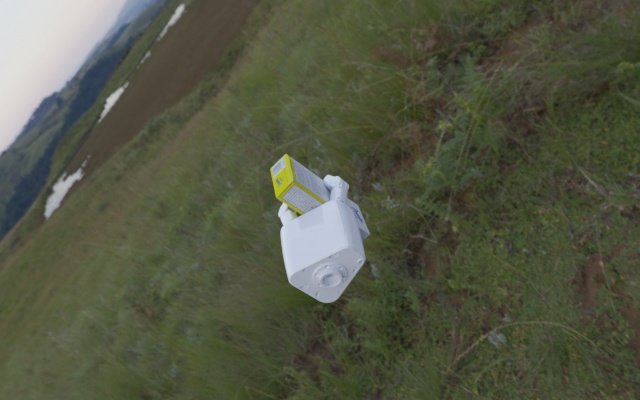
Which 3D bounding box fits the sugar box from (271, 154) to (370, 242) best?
[{"bbox_3d":[0.000,0.003,0.791,0.176,0.048,0.093,38,20,-30],"label":"sugar box"}]
